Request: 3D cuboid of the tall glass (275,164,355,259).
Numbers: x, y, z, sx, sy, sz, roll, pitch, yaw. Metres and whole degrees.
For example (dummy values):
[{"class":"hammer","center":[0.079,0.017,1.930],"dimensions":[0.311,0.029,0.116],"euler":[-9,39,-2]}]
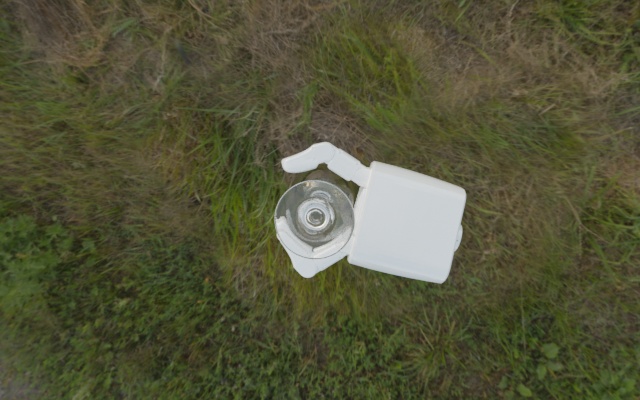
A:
[{"class":"tall glass","center":[0.000,0.002,0.534],"dimensions":[0.079,0.079,0.201],"euler":[0,10,3]}]
